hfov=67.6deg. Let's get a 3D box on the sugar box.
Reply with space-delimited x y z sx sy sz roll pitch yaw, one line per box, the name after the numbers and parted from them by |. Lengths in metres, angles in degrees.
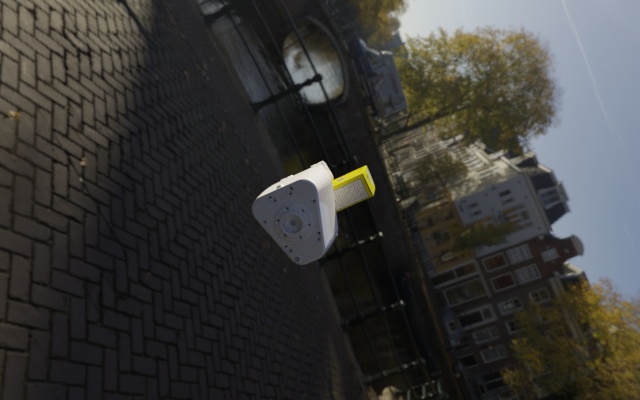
0.000 0.002 0.773 0.176 0.048 0.093 -22 7 12 | sugar box
